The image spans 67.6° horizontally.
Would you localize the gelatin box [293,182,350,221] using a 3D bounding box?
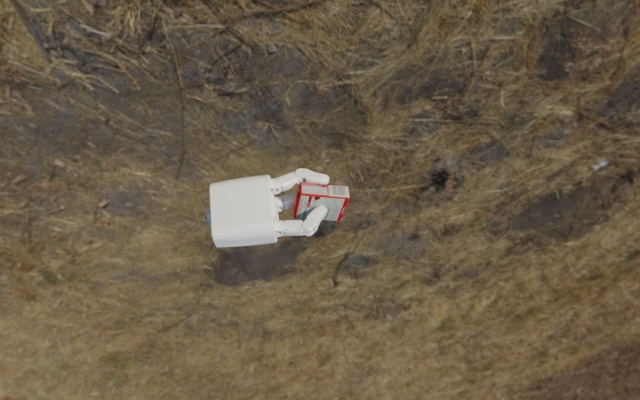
[{"bbox_3d":[0.000,0.003,0.842,0.089,0.030,0.073,5,-37,-10],"label":"gelatin box"}]
